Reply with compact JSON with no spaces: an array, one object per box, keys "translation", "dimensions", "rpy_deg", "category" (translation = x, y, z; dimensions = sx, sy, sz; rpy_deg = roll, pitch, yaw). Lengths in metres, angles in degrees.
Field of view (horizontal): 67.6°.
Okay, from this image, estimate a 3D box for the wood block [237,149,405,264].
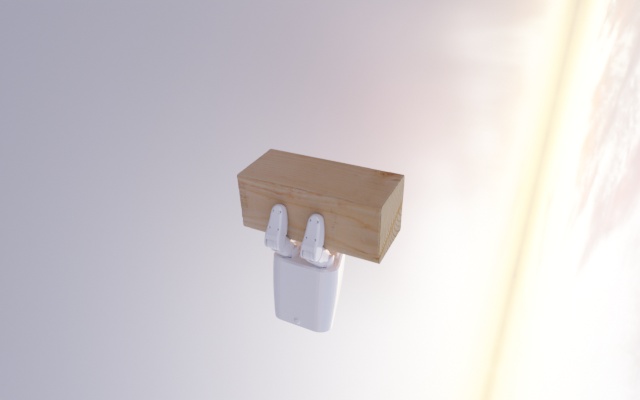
[{"translation":[0.000,0.002,0.653],"dimensions":[0.206,0.090,0.090],"rpy_deg":[13,35,23],"category":"wood block"}]
